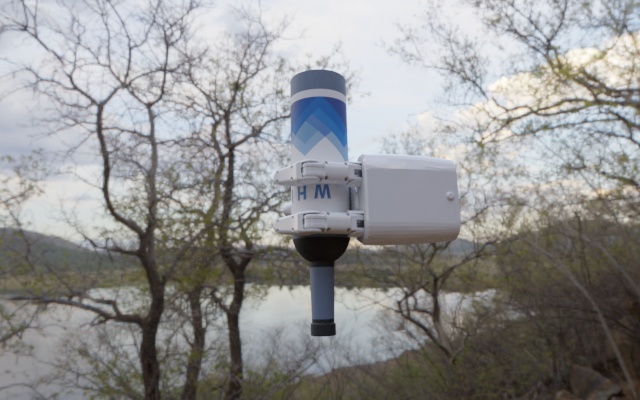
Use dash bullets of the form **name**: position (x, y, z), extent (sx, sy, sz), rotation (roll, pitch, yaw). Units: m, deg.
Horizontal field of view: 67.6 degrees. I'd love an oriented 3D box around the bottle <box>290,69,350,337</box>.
- **bottle**: position (0.000, 0.002, 0.545), extent (0.069, 0.295, 0.069), rotation (-1, -11, 0)
